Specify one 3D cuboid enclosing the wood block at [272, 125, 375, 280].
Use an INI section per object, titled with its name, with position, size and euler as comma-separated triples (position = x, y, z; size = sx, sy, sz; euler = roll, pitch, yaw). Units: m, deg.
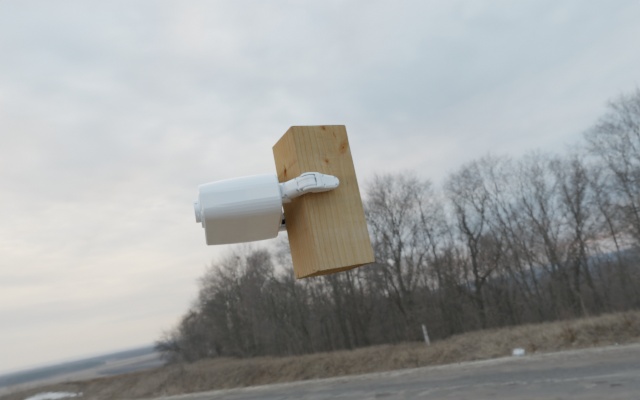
[wood block]
position = 0.000, 0.002, 0.700
size = 0.090, 0.206, 0.091
euler = -5, -13, -27
